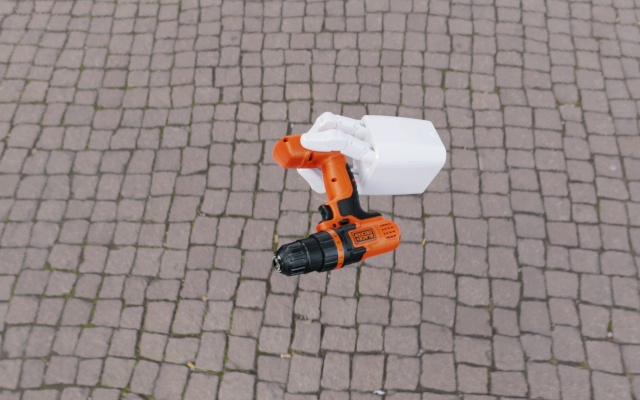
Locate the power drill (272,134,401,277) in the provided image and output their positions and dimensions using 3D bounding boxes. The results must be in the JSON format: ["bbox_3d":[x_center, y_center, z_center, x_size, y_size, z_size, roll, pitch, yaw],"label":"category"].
[{"bbox_3d":[0.000,0.002,0.638,0.184,0.187,0.057,-10,-21,-31],"label":"power drill"}]
